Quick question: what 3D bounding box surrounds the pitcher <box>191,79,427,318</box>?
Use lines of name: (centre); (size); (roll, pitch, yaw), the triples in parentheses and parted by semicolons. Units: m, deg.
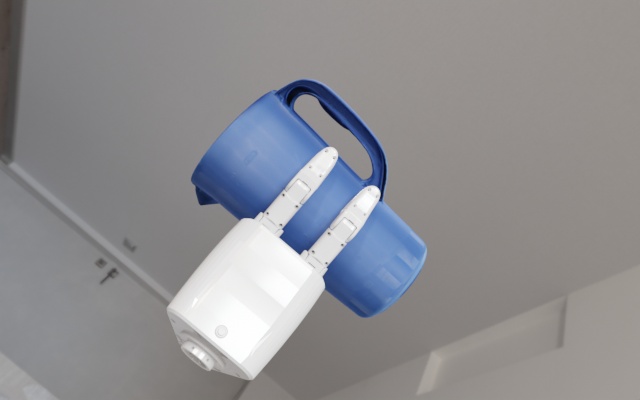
pitcher: (0.000, 0.002, 0.510); (0.145, 0.243, 0.149); (-50, 4, -31)
